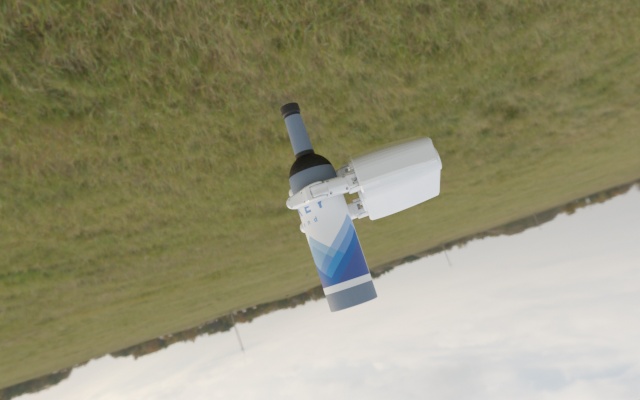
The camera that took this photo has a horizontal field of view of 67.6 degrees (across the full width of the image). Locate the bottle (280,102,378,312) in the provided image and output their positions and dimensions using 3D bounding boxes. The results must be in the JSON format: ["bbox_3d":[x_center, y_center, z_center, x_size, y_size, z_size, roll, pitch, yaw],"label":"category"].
[{"bbox_3d":[0.000,0.002,0.665,0.069,0.295,0.069,-18,-9,-3],"label":"bottle"}]
